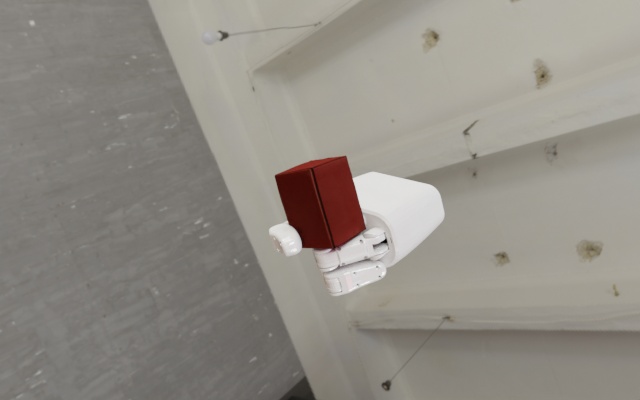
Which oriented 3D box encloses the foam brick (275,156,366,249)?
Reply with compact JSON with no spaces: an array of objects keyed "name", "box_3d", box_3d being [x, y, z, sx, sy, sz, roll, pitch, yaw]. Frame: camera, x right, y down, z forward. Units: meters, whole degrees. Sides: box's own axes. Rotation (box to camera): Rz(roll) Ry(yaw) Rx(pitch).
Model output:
[{"name":"foam brick","box_3d":[0.000,0.001,0.457,0.053,0.078,0.051,-3,17,45]}]
